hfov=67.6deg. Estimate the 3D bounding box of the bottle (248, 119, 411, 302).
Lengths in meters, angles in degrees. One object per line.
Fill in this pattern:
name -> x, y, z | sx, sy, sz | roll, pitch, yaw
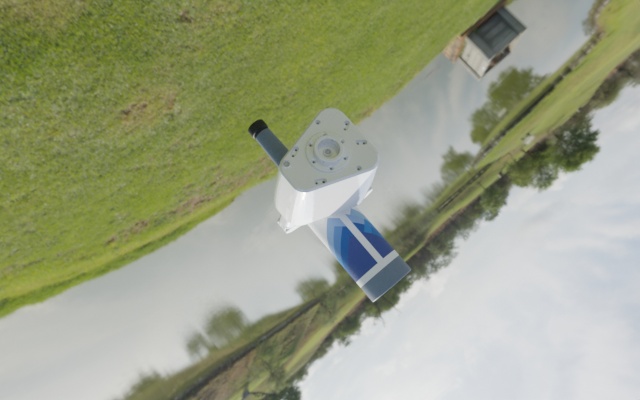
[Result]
bottle -> 0.000, 0.002, 0.654 | 0.069, 0.295, 0.069 | -38, -12, -10
